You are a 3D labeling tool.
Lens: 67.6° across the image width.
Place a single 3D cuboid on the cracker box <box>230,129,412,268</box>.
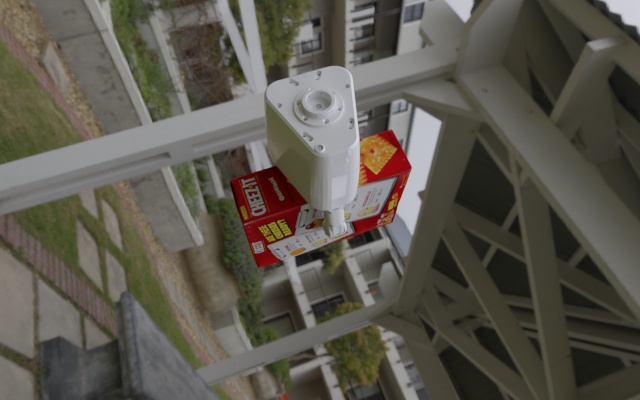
[{"bbox_3d":[0.000,0.002,0.638,0.213,0.072,0.164,-18,-25,-9],"label":"cracker box"}]
